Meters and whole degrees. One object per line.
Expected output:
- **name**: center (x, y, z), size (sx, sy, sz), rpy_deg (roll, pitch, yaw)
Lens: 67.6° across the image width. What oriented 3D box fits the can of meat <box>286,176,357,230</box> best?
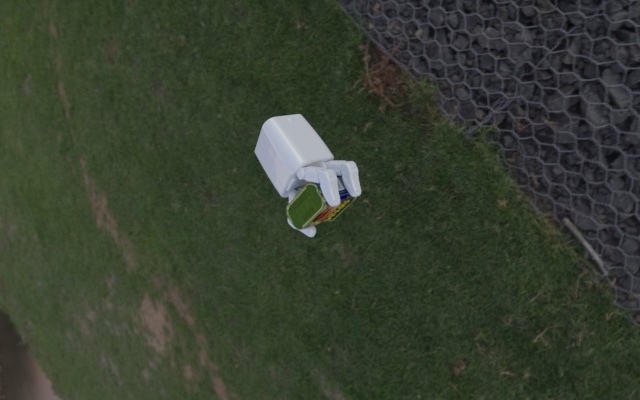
- **can of meat**: center (0.000, 0.003, 0.826), size (0.084, 0.057, 0.102), rpy_deg (-18, -20, -45)
